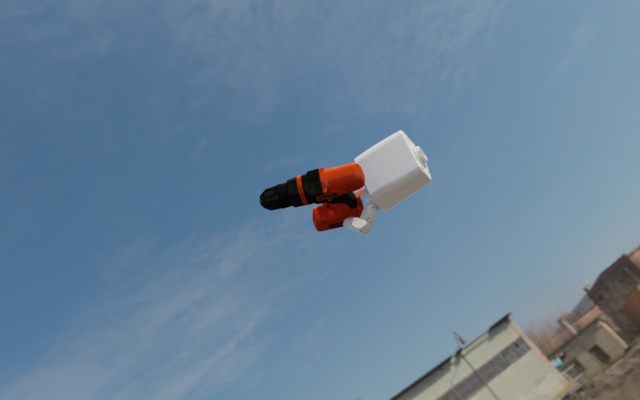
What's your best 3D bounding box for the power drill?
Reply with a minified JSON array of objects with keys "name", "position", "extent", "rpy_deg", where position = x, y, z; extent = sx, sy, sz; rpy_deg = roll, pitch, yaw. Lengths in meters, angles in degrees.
[{"name":"power drill","position":[0.000,0.003,0.871],"extent":[0.184,0.057,0.188],"rpy_deg":[-13,-21,9]}]
